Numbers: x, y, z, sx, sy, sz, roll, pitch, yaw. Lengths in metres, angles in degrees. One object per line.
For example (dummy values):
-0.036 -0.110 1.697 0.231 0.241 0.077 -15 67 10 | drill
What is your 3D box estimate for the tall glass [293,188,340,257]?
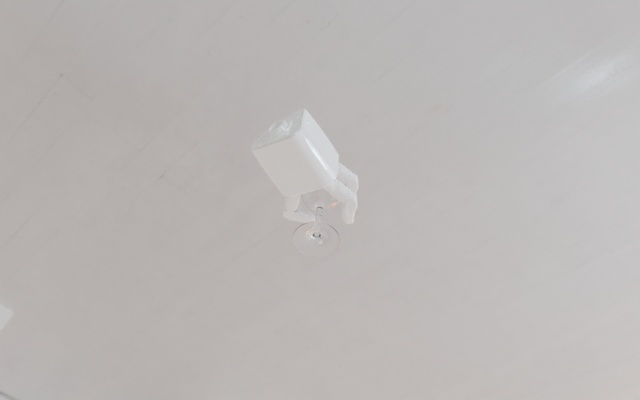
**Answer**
0.000 0.003 0.833 0.079 0.079 0.201 0 36 5 | tall glass
